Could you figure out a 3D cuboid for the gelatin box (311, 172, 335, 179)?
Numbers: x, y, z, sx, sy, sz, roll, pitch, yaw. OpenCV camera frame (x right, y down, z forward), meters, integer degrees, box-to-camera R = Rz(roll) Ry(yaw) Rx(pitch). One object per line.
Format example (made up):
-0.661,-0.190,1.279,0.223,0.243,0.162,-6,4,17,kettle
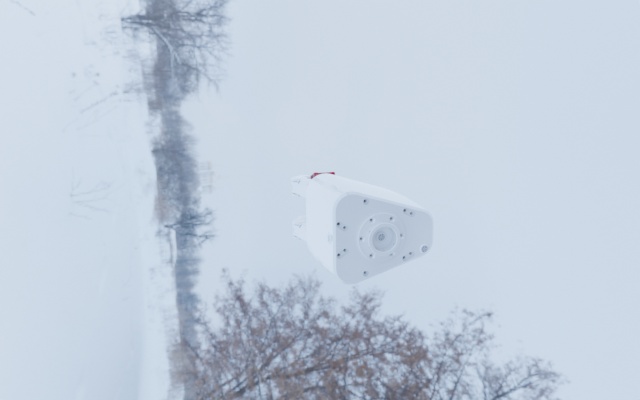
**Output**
0.000,0.002,0.644,0.030,0.073,0.089,-3,-2,-9,gelatin box
